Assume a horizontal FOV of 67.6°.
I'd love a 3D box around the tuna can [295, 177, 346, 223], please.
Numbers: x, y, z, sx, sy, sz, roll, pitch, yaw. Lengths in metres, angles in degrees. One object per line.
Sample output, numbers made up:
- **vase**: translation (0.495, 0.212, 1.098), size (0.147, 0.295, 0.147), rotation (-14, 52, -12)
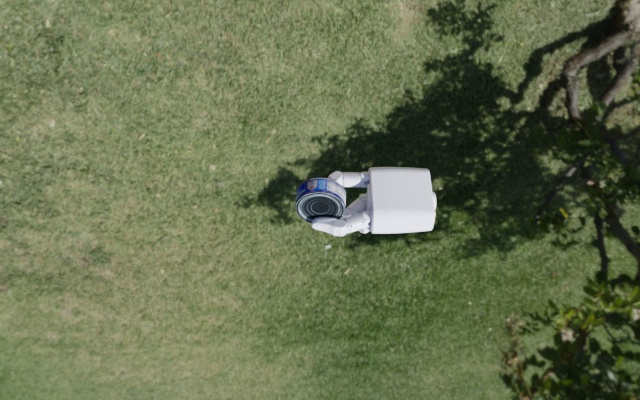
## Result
- **tuna can**: translation (0.000, 0.003, 0.806), size (0.086, 0.033, 0.086), rotation (2, -42, 2)
